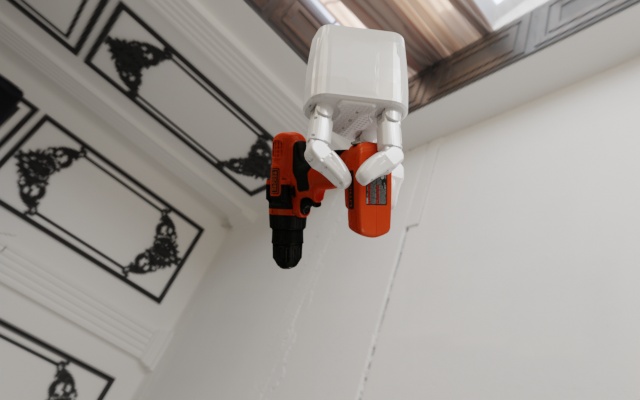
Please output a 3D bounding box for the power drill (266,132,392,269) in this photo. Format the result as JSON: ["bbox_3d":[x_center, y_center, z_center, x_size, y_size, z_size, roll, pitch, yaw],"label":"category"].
[{"bbox_3d":[0.000,0.002,0.591,0.057,0.184,0.187,-2,3,-42],"label":"power drill"}]
